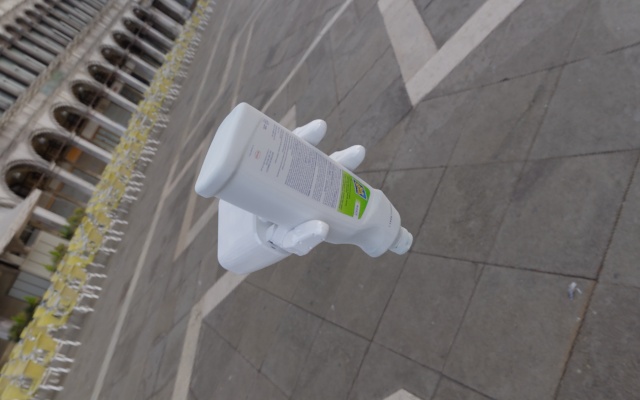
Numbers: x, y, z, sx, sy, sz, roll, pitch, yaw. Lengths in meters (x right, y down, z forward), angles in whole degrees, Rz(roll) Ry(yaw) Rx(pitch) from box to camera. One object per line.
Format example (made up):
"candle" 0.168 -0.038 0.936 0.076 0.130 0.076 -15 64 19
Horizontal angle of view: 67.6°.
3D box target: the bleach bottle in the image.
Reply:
"bleach bottle" 0.000 0.002 0.514 0.251 0.102 0.068 30 -38 -25
